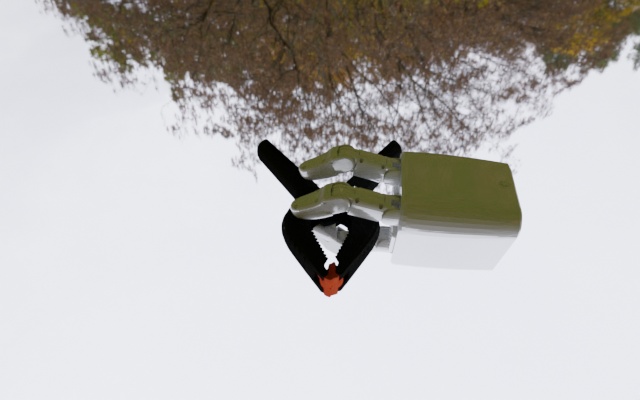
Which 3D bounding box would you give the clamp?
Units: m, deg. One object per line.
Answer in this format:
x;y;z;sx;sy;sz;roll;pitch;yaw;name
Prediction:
0.000;0.003;0.488;0.164;0.036;0.209;4;44;6;clamp
